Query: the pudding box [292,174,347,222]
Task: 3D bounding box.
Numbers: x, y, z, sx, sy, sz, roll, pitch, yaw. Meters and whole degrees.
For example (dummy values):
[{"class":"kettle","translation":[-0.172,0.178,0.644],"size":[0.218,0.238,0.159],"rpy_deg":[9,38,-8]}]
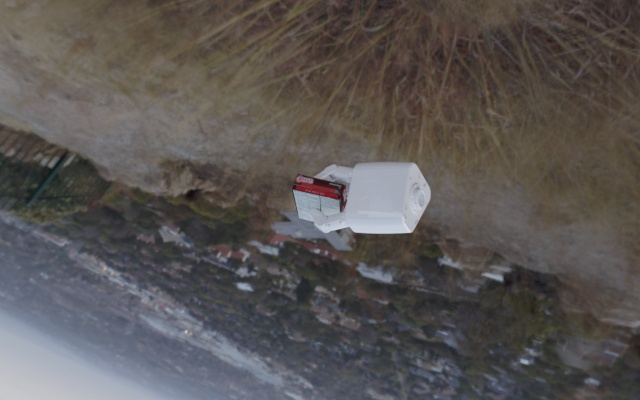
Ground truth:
[{"class":"pudding box","translation":[0.000,0.003,0.868],"size":[0.090,0.039,0.114],"rpy_deg":[14,-30,12]}]
